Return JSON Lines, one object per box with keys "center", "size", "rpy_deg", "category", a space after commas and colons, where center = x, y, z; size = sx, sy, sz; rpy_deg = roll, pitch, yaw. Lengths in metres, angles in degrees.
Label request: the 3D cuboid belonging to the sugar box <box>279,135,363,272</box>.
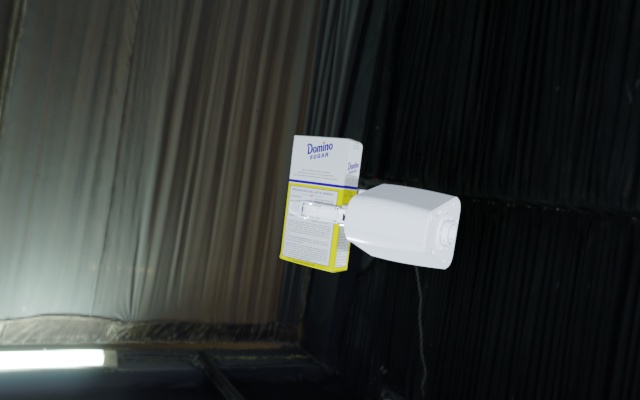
{"center": [0.001, 0.002, 0.657], "size": [0.093, 0.176, 0.048], "rpy_deg": [10, 1, 32], "category": "sugar box"}
